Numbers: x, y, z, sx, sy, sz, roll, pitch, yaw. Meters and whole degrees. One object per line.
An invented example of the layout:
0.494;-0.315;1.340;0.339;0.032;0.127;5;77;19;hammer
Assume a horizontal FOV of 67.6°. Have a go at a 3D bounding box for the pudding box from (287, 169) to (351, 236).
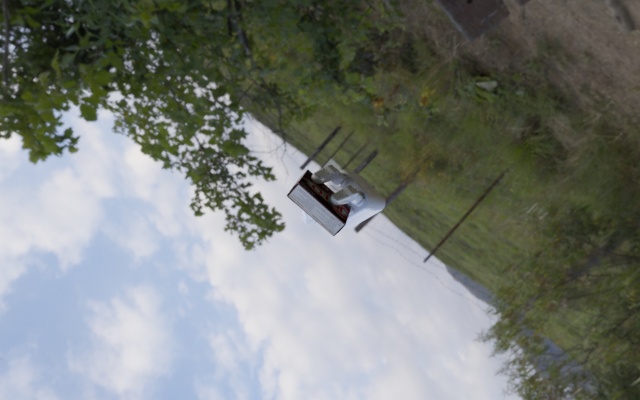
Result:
0.000;0.003;0.857;0.113;0.039;0.090;39;19;-5;pudding box
